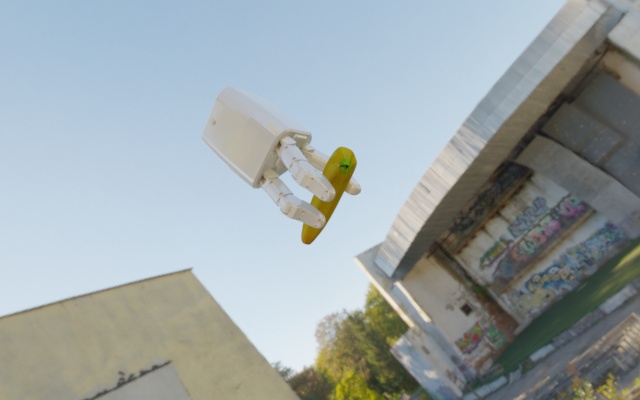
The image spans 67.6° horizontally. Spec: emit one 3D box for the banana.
[{"bbox_3d":[0.010,-0.012,0.631,0.037,0.069,0.198,32,-35,6],"label":"banana"}]
